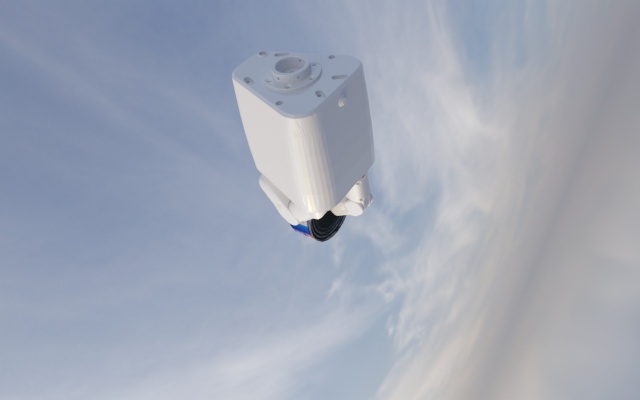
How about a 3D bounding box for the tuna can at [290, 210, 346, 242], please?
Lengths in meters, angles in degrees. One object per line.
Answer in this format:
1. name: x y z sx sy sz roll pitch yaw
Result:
1. tuna can: 0.000 0.002 0.548 0.033 0.086 0.086 19 10 30
